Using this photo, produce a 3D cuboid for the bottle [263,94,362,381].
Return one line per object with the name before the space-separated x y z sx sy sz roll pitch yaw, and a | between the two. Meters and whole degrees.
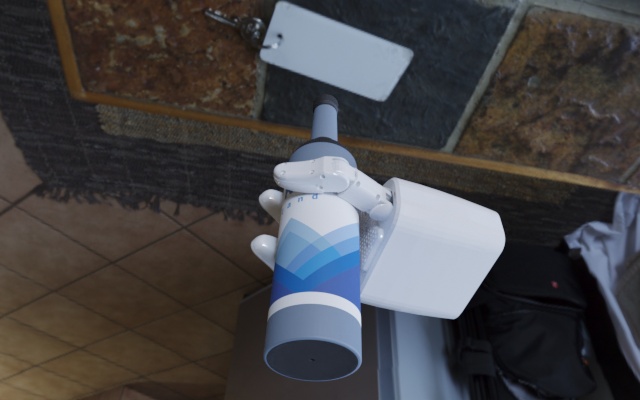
bottle | 0.000 0.002 0.421 0.069 0.295 0.069 2 -43 2
